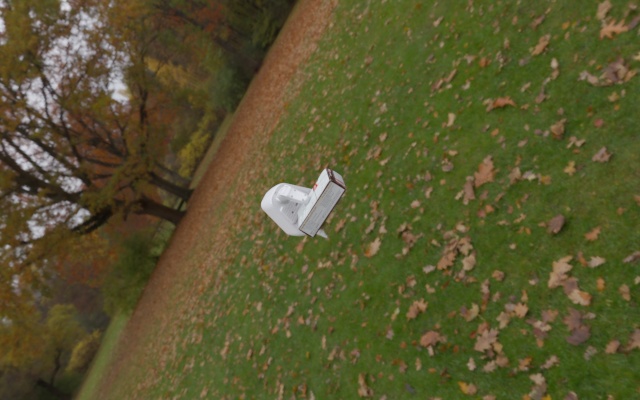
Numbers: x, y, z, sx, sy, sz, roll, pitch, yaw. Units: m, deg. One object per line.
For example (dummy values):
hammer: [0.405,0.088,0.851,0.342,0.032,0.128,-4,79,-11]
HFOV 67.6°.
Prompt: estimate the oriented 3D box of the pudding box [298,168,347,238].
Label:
pudding box: [0.000,0.003,0.886,0.039,0.113,0.090,28,14,-13]
